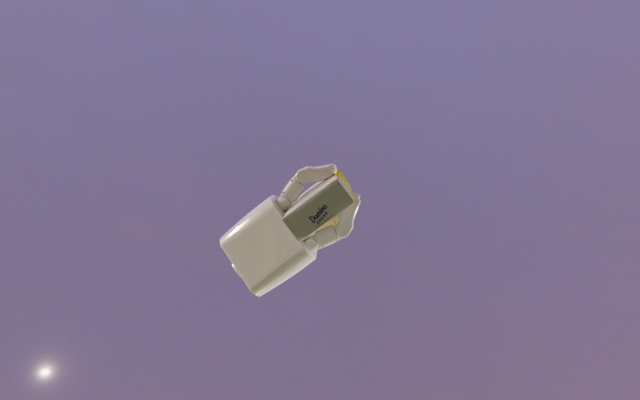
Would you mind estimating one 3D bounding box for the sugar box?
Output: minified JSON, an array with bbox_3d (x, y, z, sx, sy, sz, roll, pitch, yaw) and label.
[{"bbox_3d":[0.000,0.003,0.701,0.093,0.048,0.176,-36,7,7],"label":"sugar box"}]
